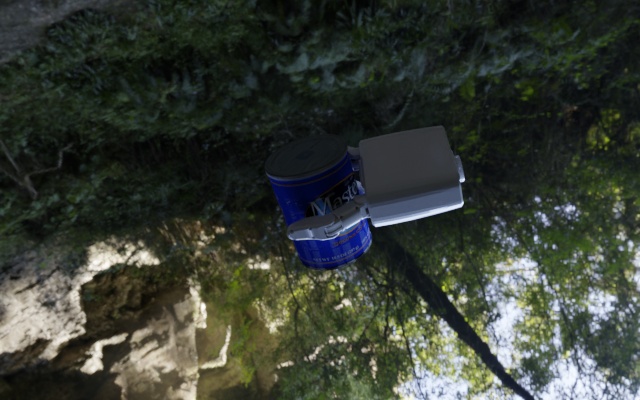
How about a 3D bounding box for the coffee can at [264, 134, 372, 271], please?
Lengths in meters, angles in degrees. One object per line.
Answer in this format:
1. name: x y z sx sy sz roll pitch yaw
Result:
1. coffee can: 0.000 0.002 0.602 0.103 0.140 0.102 -13 30 8
